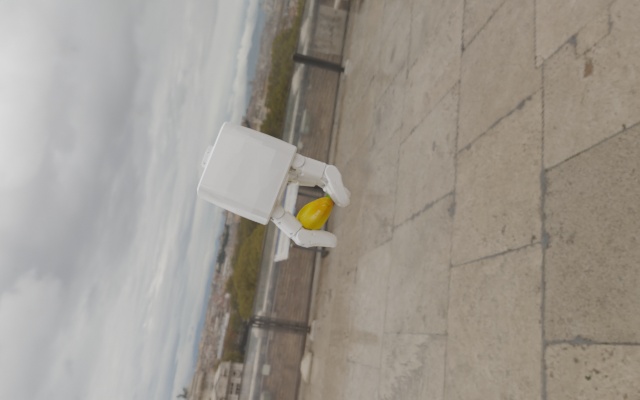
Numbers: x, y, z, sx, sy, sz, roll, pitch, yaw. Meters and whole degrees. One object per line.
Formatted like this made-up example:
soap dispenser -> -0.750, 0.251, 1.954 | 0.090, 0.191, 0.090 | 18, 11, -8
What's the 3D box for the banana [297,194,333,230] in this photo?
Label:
banana -> -0.010, 0.018, 0.709 | 0.037, 0.069, 0.198 | 32, 4, -2
